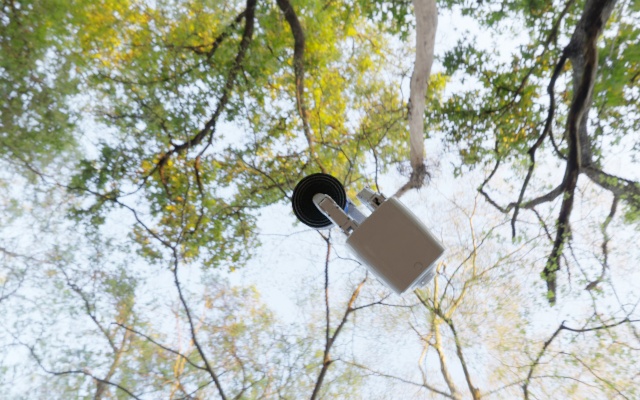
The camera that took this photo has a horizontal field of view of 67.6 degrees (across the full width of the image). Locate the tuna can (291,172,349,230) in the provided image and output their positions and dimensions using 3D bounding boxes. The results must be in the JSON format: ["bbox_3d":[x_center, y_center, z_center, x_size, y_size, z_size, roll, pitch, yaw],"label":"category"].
[{"bbox_3d":[0.000,0.002,0.737,0.086,0.086,0.034,0,-11,11],"label":"tuna can"}]
